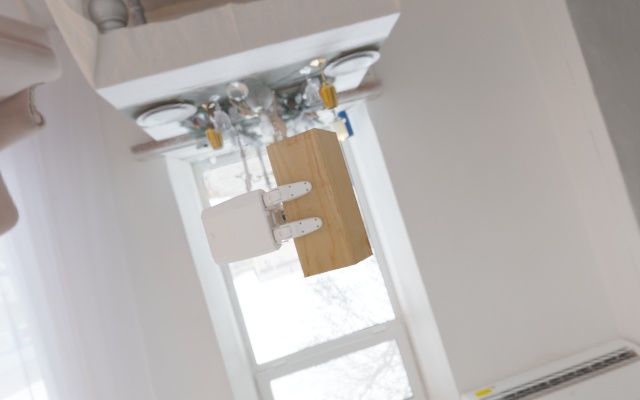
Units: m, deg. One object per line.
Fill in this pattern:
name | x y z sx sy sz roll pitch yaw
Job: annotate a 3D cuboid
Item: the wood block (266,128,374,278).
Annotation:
wood block | 0.000 0.003 0.738 0.090 0.206 0.091 -18 -3 22
